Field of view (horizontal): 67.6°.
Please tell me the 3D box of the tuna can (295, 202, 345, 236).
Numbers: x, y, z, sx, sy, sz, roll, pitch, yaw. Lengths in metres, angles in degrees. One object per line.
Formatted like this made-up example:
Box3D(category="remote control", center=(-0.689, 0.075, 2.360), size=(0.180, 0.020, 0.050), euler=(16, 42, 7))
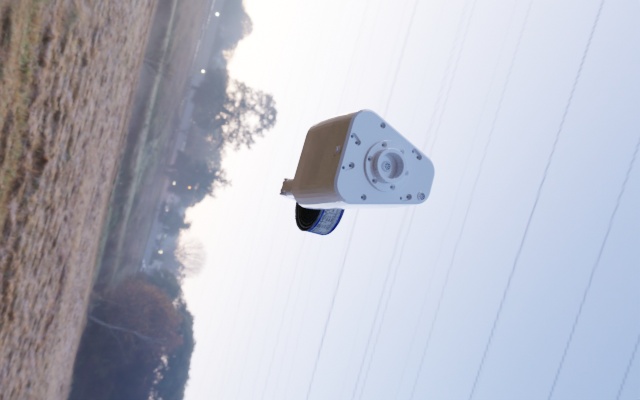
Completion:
Box3D(category="tuna can", center=(0.001, 0.002, 0.625), size=(0.034, 0.086, 0.086), euler=(16, -7, -25))
